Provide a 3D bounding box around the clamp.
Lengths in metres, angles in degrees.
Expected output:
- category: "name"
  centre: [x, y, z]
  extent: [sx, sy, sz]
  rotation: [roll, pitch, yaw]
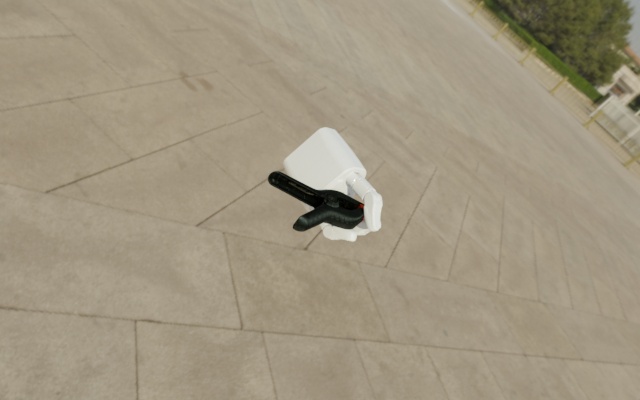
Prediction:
- category: "clamp"
  centre: [0.001, 0.002, 0.731]
  extent: [0.171, 0.120, 0.039]
  rotation: [6, -47, -46]
